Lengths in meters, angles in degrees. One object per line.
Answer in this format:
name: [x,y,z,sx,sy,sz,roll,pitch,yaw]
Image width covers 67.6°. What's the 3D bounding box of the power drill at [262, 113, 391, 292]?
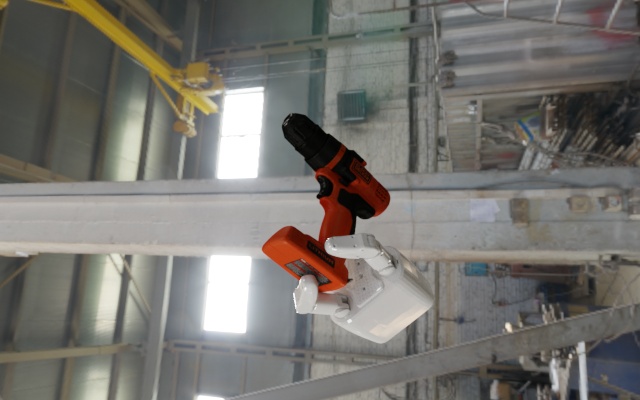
power drill: [0.000,0.002,0.589,0.184,0.187,0.057,40,-39,-19]
